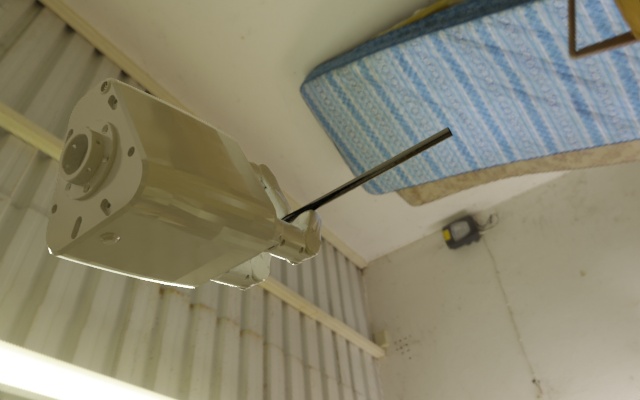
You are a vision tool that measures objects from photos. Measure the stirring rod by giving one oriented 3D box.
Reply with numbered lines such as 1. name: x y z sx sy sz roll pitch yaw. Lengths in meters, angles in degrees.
1. stirring rod: 0.000 0.001 0.404 0.239 0.011 0.011 -29 -12 24
